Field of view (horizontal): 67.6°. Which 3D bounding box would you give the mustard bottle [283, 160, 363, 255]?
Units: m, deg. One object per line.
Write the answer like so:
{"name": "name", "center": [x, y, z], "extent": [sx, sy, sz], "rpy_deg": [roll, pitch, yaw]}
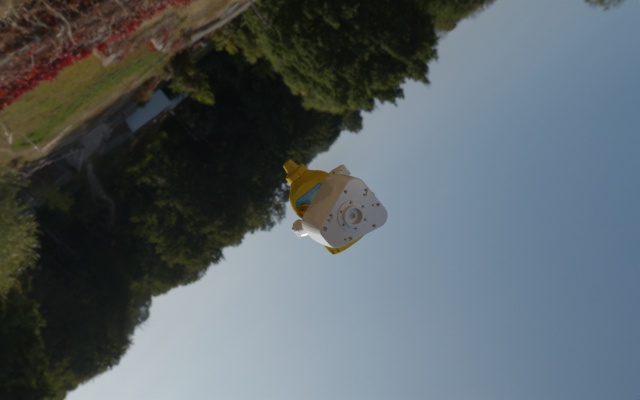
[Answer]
{"name": "mustard bottle", "center": [0.000, 0.003, 0.873], "extent": [0.096, 0.192, 0.058], "rpy_deg": [-37, 14, 15]}
